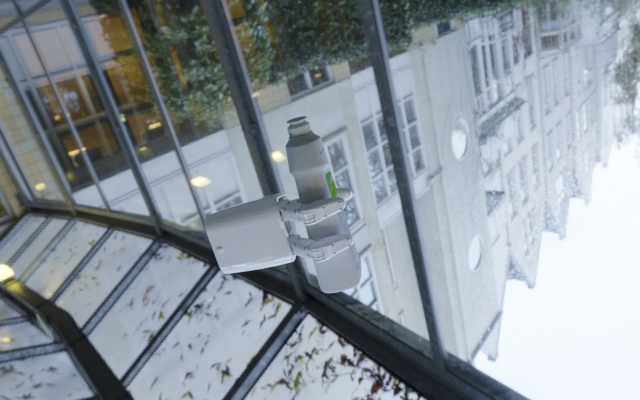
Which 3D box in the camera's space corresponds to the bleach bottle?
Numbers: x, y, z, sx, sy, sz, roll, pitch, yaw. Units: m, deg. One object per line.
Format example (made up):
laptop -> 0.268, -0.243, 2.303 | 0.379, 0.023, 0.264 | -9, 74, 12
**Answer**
bleach bottle -> 0.000, 0.002, 0.685 | 0.068, 0.251, 0.102 | -13, 20, 7
